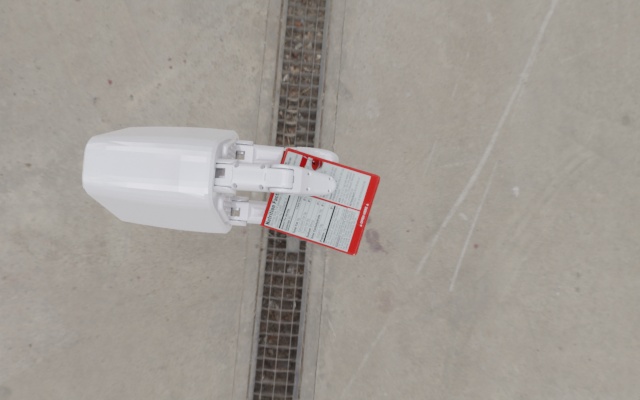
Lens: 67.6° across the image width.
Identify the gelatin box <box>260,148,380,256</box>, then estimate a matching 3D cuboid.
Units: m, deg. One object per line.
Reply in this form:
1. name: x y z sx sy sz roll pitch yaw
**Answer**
1. gelatin box: 0.000 0.001 0.423 0.089 0.073 0.030 17 -3 5
